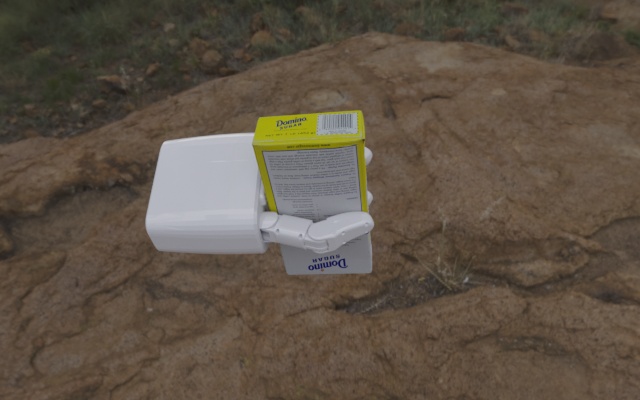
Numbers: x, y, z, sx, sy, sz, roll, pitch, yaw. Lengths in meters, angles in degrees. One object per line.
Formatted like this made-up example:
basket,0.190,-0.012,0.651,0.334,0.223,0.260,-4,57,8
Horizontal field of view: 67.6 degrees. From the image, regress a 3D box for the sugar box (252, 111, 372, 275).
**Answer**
sugar box,0.000,0.001,0.456,0.093,0.048,0.176,-2,-44,7
